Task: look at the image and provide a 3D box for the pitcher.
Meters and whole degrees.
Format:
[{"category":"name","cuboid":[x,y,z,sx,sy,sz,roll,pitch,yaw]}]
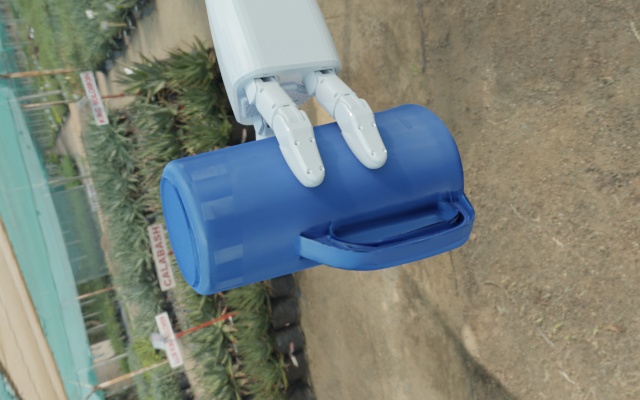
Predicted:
[{"category":"pitcher","cuboid":[0.000,0.001,0.412,0.243,0.145,0.149,-15,-8,-27]}]
